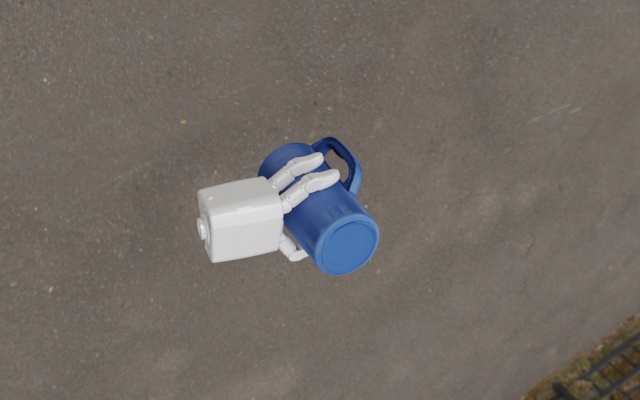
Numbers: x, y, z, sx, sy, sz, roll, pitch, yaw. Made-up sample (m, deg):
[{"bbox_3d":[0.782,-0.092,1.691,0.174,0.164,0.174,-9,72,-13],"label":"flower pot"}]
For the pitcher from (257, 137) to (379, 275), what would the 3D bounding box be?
[{"bbox_3d":[0.000,0.003,0.782,0.145,0.149,0.242,-11,34,-22],"label":"pitcher"}]
